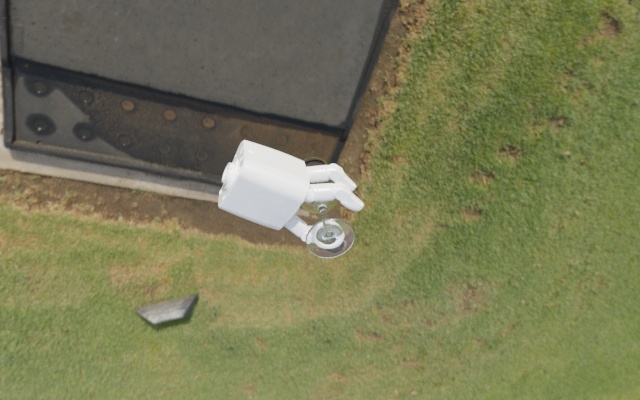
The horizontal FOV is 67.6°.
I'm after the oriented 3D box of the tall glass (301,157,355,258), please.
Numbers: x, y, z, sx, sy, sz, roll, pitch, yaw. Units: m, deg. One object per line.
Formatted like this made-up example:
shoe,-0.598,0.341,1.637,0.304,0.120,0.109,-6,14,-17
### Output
tall glass,0.000,0.003,0.793,0.079,0.079,0.201,0,33,-10
